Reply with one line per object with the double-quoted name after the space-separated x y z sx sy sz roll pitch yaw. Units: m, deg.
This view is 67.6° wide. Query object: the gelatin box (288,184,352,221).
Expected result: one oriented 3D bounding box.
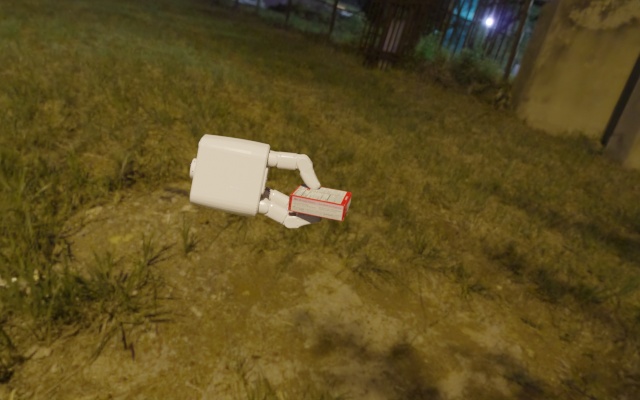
0.001 0.002 0.758 0.089 0.030 0.073 10 17 8 "gelatin box"
